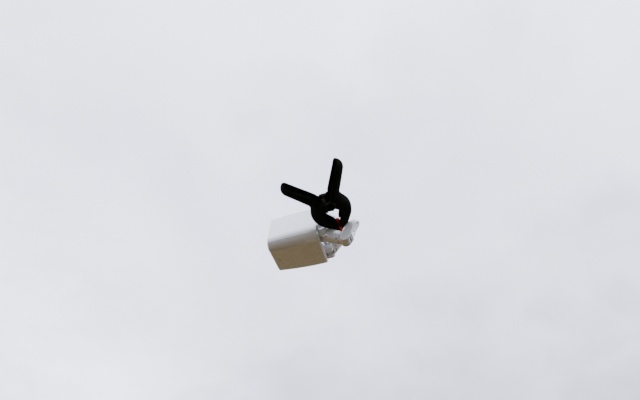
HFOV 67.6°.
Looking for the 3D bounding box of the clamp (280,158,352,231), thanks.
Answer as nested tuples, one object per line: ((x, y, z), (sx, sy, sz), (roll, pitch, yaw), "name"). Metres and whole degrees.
((0.000, 0.003, 0.897), (0.120, 0.172, 0.039), (-15, 41, 6), "clamp")
